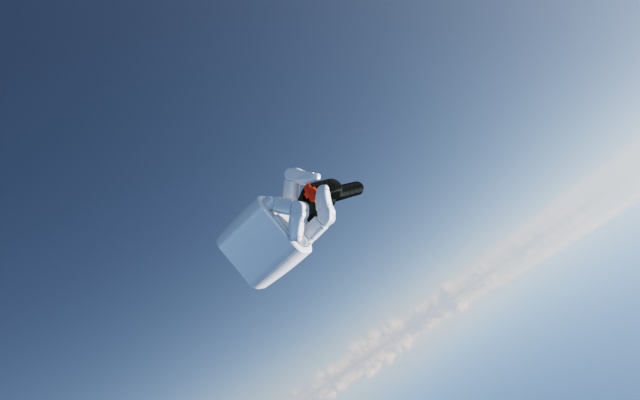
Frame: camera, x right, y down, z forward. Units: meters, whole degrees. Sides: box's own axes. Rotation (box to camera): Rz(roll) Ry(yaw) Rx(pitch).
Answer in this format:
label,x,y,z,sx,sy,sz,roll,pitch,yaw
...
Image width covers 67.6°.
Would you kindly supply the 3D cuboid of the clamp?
label,x,y,z,sx,sy,sz,roll,pitch,yaw
clamp,0.000,0.003,0.811,0.120,0.039,0.171,-42,-19,17
